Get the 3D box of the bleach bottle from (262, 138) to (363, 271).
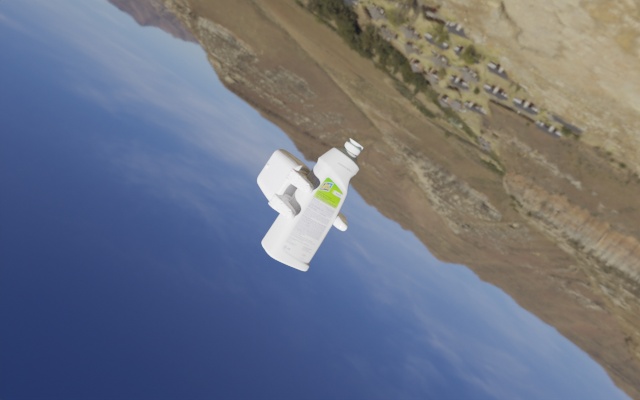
[{"bbox_3d":[0.000,0.003,0.871,0.102,0.251,0.068,29,10,-37],"label":"bleach bottle"}]
